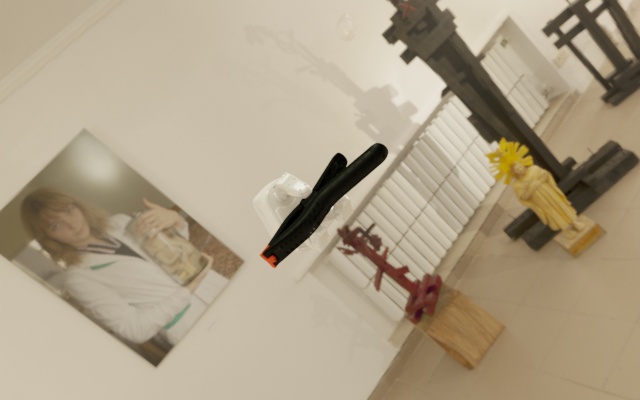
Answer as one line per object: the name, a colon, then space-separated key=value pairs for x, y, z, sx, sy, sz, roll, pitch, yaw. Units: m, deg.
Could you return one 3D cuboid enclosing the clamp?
clamp: x=-0.001 y=0.002 z=0.641 sx=0.036 sy=0.210 sz=0.164 roll=43 pitch=-18 yaw=-12
